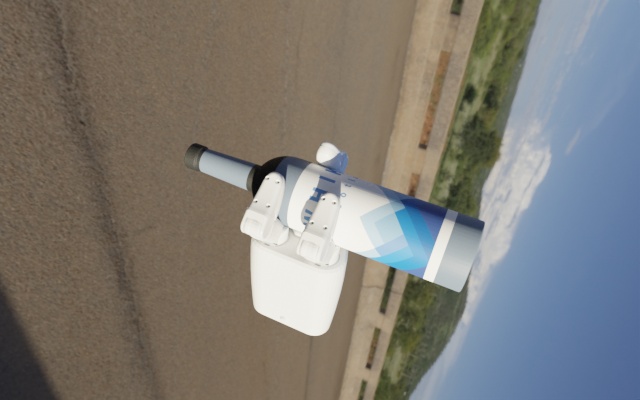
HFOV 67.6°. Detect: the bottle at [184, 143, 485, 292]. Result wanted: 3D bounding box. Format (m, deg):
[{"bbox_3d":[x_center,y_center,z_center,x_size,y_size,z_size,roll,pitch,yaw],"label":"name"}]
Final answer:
[{"bbox_3d":[0.000,0.002,0.458,0.295,0.069,0.069,20,5,15],"label":"bottle"}]
